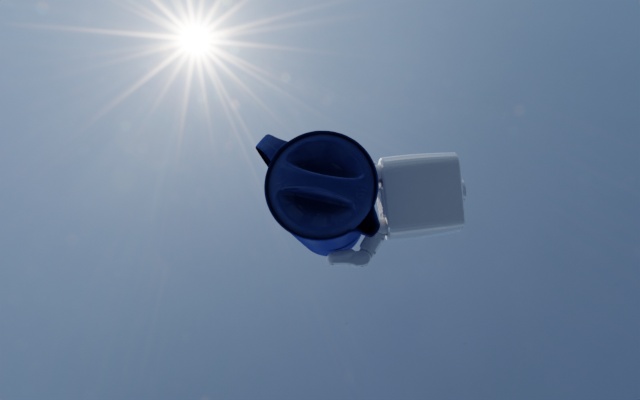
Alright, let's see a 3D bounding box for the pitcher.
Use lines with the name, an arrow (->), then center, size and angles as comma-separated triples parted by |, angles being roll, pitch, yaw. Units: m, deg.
pitcher -> 0.000, 0.002, 0.663 | 0.145, 0.149, 0.243 | -7, -15, 2
